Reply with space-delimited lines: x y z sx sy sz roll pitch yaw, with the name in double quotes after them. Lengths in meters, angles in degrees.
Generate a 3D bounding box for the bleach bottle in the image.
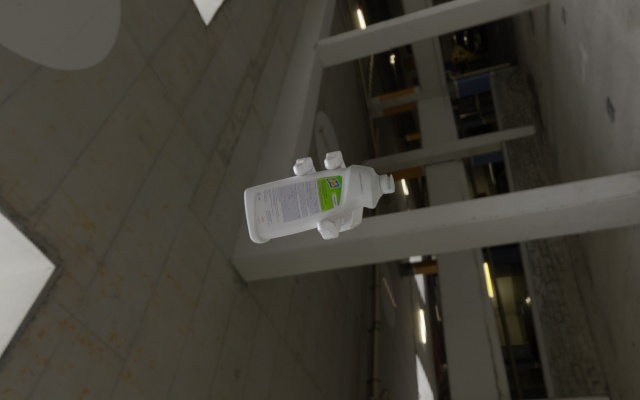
0.000 0.003 0.805 0.251 0.102 0.068 -11 -5 16 "bleach bottle"
